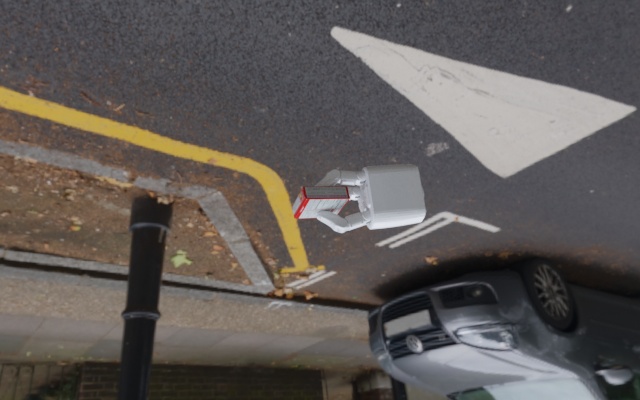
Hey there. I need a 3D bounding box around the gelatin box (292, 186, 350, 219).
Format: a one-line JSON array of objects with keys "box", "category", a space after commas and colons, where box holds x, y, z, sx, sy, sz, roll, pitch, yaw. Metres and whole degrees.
[{"box": [0.000, 0.003, 0.879, 0.089, 0.030, 0.073, -2, -29, -23], "category": "gelatin box"}]
